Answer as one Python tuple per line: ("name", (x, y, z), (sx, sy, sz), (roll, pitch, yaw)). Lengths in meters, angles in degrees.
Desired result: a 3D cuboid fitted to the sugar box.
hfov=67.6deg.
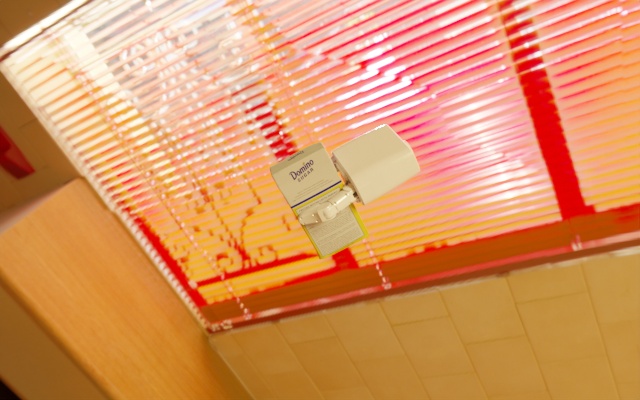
("sugar box", (0.000, 0.002, 0.767), (0.093, 0.176, 0.048), (-27, 24, 1))
